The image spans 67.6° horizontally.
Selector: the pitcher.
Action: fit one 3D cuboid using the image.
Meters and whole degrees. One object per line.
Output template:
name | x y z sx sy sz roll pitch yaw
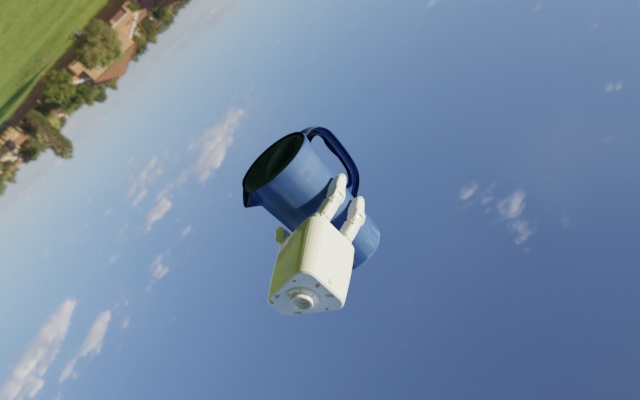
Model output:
pitcher | 0.000 0.003 0.815 0.149 0.243 0.145 -28 31 28
